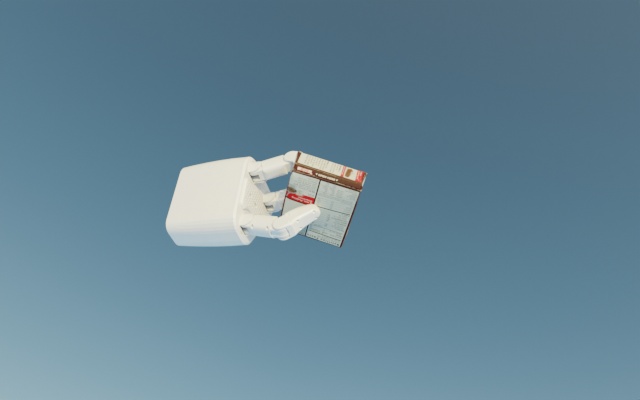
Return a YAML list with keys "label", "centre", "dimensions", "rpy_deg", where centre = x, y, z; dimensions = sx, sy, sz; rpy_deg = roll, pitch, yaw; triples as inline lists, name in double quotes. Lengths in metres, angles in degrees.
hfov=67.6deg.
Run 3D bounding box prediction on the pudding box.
- label: "pudding box"
  centre: [0.000, 0.002, 0.604]
  dimensions: [0.090, 0.039, 0.114]
  rpy_deg: [17, -44, 0]
